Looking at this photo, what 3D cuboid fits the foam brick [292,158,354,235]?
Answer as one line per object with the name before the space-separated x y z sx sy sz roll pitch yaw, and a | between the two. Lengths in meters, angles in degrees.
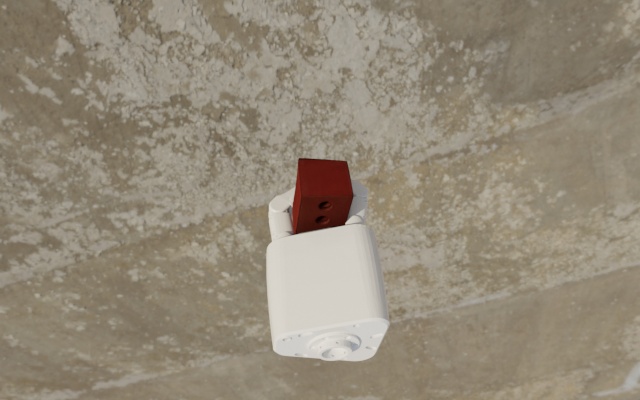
foam brick | 0.000 0.001 0.498 0.053 0.051 0.078 1 -41 -8
